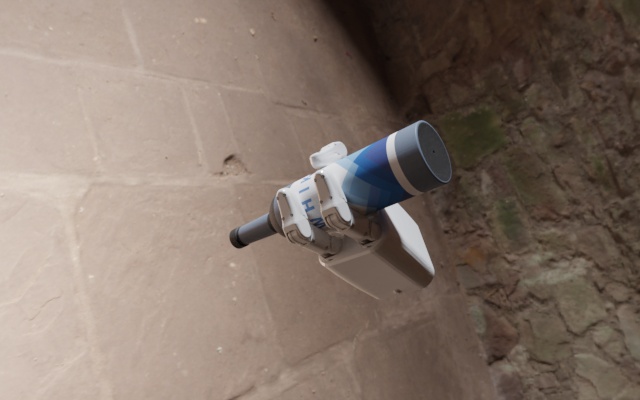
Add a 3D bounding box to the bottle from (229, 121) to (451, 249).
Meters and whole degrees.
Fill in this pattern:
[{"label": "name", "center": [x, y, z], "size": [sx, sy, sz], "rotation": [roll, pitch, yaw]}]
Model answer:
[{"label": "bottle", "center": [0.000, 0.002, 0.545], "size": [0.296, 0.069, 0.069], "rotation": [-24, -14, 35]}]
